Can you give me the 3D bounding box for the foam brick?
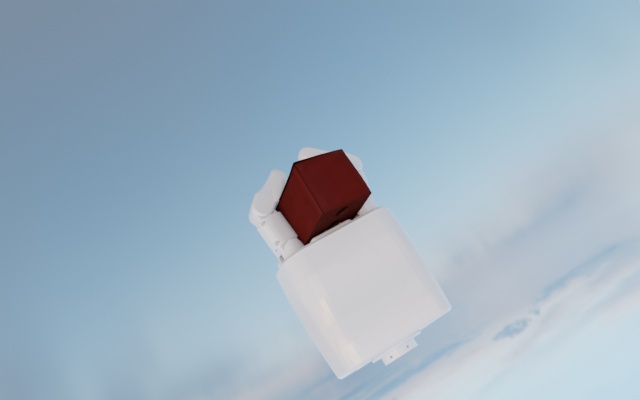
[{"bbox_3d":[0.000,0.001,0.424,0.053,0.051,0.078,-21,-23,-29],"label":"foam brick"}]
